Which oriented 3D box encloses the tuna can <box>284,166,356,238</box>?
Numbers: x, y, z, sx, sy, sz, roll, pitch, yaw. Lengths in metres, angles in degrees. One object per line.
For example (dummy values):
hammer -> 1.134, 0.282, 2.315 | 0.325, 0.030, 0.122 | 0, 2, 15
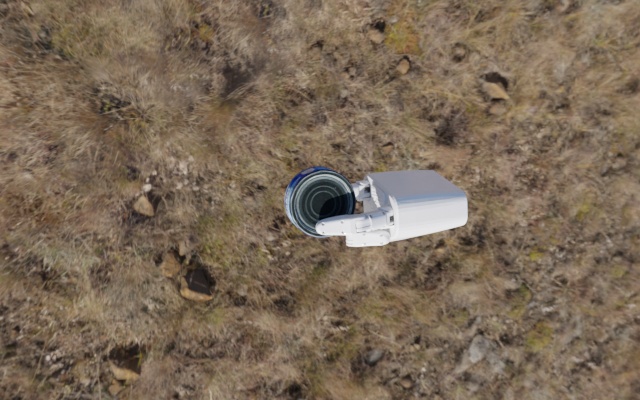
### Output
tuna can -> 0.000, 0.002, 0.591 | 0.086, 0.086, 0.033 | 0, 10, -15
